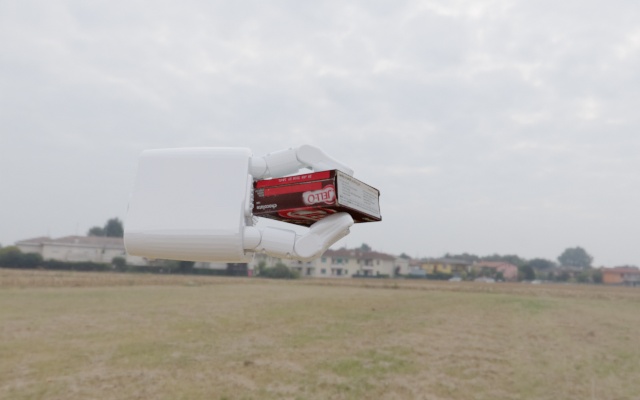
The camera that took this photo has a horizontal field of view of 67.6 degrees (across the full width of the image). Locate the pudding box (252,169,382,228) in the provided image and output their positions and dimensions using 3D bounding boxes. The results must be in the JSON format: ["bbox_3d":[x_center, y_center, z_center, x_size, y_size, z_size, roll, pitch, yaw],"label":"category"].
[{"bbox_3d":[0.000,0.001,0.474,0.090,0.039,0.113,-6,-10,27],"label":"pudding box"}]
